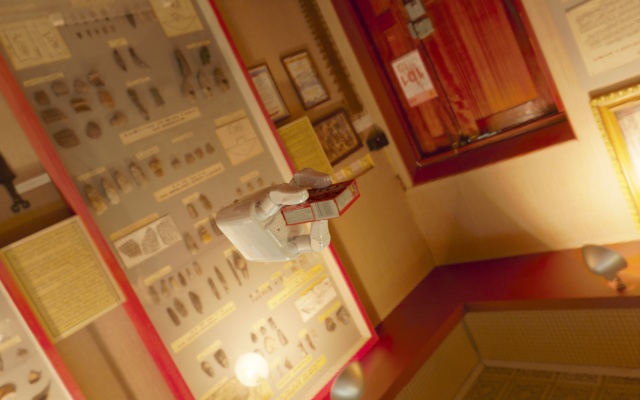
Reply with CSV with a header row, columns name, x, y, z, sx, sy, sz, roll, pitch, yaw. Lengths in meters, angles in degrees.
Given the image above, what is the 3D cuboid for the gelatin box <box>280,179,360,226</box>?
name,x,y,z,sx,sy,sz,roll,pitch,yaw
gelatin box,0.001,0.003,0.658,0.089,0.030,0.073,-11,17,32
